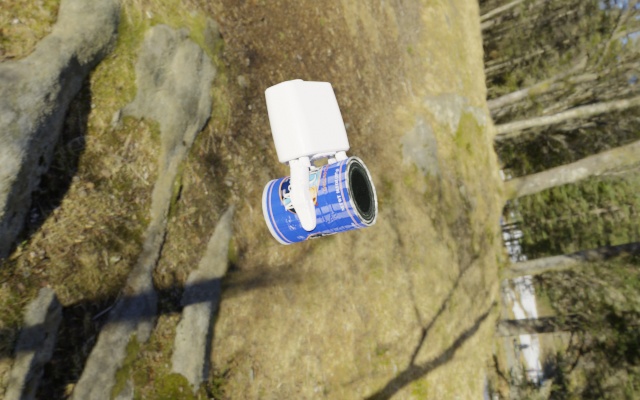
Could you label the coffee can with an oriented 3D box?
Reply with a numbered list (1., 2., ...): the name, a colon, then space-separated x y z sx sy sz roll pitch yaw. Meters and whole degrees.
1. coffee can: 0.000 0.003 0.707 0.140 0.103 0.103 -15 -7 26
